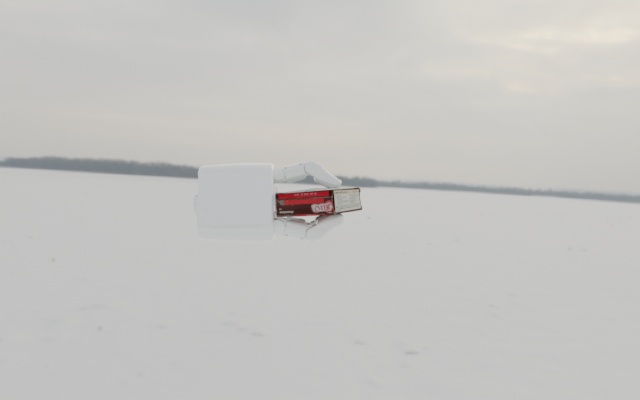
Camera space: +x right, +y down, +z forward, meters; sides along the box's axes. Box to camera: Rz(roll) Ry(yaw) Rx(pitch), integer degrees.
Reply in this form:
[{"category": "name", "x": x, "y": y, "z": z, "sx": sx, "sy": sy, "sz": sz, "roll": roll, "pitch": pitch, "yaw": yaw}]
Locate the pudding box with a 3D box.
[{"category": "pudding box", "x": 0.000, "y": 0.002, "z": 0.693, "sx": 0.090, "sy": 0.039, "sz": 0.113, "roll": -2, "pitch": 3, "yaw": 24}]
